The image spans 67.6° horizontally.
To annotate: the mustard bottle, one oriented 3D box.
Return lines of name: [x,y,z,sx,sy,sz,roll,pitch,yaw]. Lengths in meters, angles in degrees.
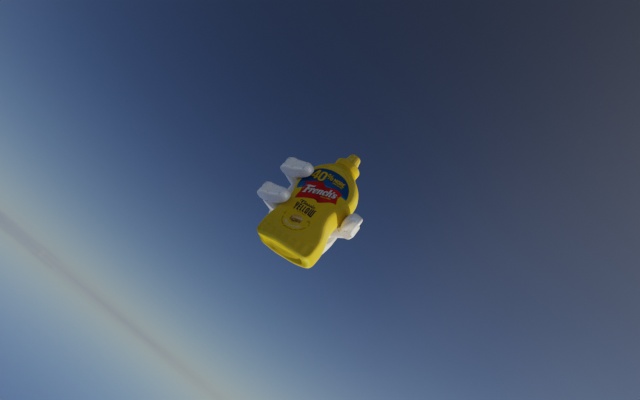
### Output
mustard bottle: [0.000,0.002,0.707,0.096,0.191,0.058,27,-27,25]
